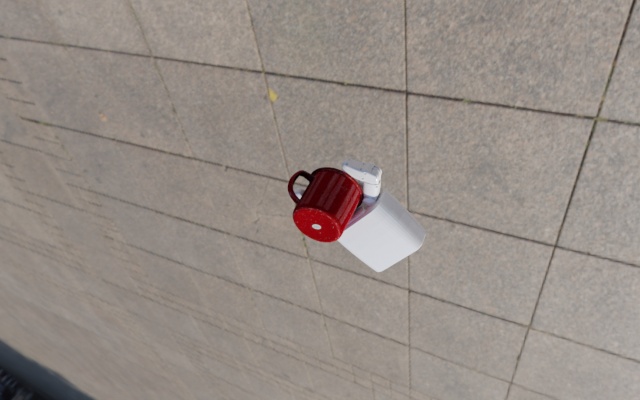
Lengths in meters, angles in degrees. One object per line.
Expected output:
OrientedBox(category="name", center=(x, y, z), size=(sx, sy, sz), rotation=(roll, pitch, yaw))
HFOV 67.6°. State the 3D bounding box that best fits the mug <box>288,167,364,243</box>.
OrientedBox(category="mug", center=(-0.001, 0.002, 0.726), size=(0.117, 0.081, 0.093), rotation=(40, -38, -14))
